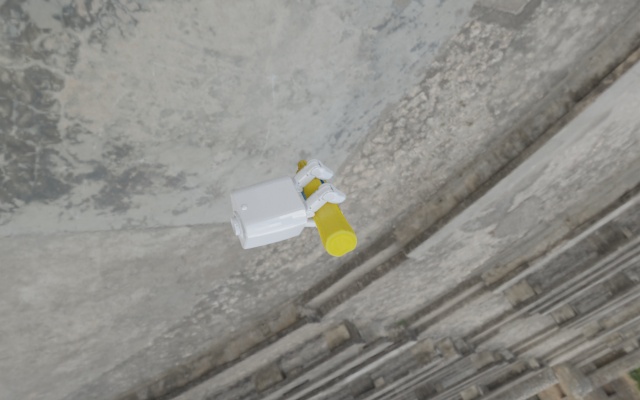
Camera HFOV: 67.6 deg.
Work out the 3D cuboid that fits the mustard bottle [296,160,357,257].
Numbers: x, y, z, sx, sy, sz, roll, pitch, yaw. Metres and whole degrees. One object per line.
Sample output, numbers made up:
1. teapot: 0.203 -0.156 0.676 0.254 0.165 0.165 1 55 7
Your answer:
1. mustard bottle: 0.001 0.003 0.862 0.058 0.191 0.096 -29 -30 4
